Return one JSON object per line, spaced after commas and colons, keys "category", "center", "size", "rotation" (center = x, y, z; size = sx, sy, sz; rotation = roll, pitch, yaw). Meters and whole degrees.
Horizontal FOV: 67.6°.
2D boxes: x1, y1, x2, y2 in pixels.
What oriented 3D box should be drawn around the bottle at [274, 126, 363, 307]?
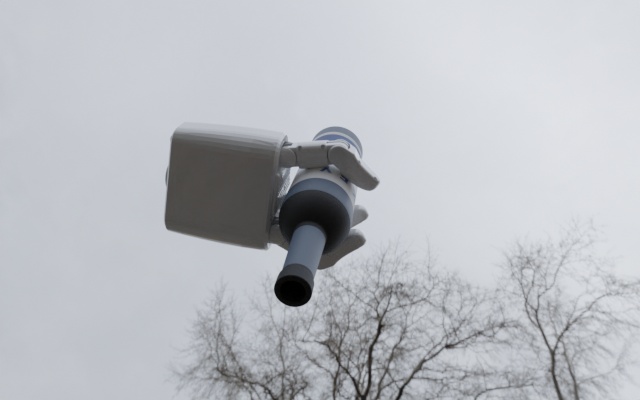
{"category": "bottle", "center": [0.000, 0.001, 0.465], "size": [0.069, 0.069, 0.295], "rotation": [0, 25, 8]}
